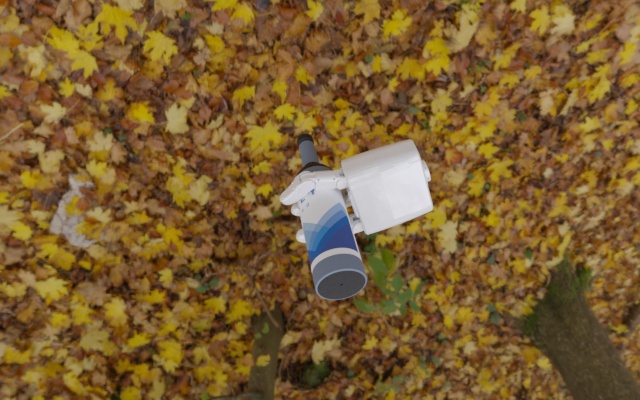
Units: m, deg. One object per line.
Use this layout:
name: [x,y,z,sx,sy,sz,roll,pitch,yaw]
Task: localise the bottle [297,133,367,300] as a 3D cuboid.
bottle: [0.000,0.002,0.698,0.069,0.295,0.069,-7,-44,-7]
